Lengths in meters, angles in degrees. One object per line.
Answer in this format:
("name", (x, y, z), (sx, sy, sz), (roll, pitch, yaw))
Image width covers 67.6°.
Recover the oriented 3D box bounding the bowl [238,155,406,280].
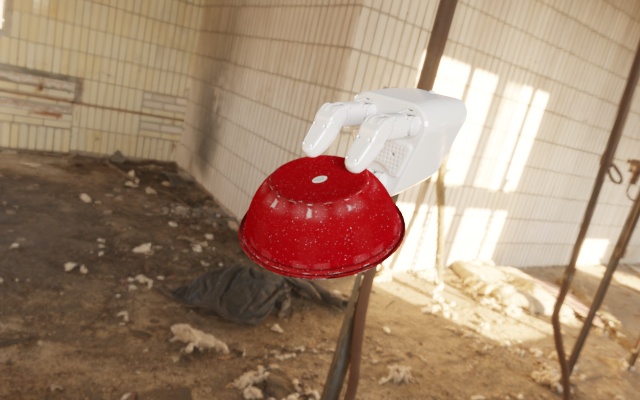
("bowl", (-0.001, 0.002, 0.449), (0.162, 0.055, 0.162), (-2, 32, 2))
